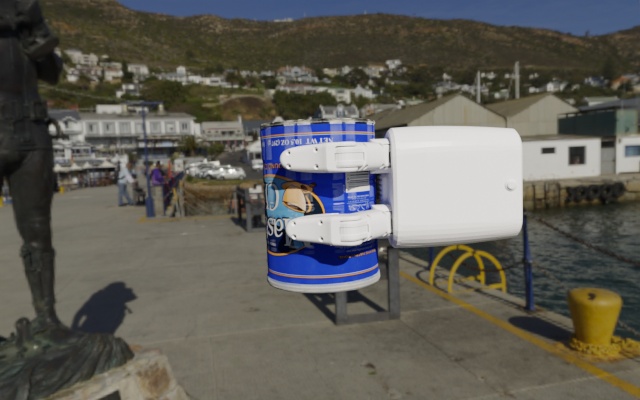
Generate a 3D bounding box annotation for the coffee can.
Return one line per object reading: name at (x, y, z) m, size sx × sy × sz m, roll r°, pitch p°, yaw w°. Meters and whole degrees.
coffee can at (0.000, 0.002, 0.430) m, size 0.103 × 0.140 × 0.103 m, roll -2°, pitch 5°, yaw 0°
